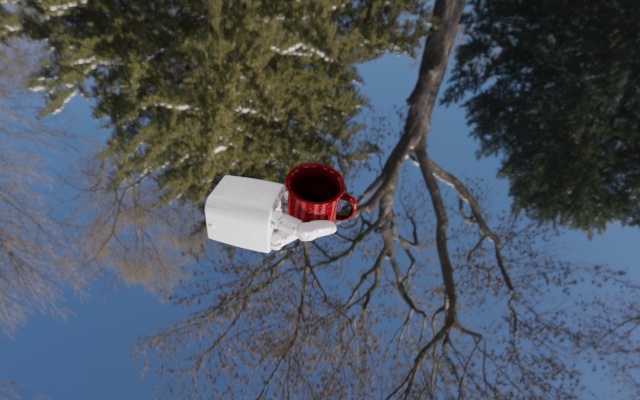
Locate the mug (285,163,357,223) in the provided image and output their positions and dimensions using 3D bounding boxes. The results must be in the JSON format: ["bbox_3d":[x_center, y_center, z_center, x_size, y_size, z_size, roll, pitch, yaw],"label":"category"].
[{"bbox_3d":[0.002,0.003,0.767,0.117,0.093,0.082,12,-44,4],"label":"mug"}]
